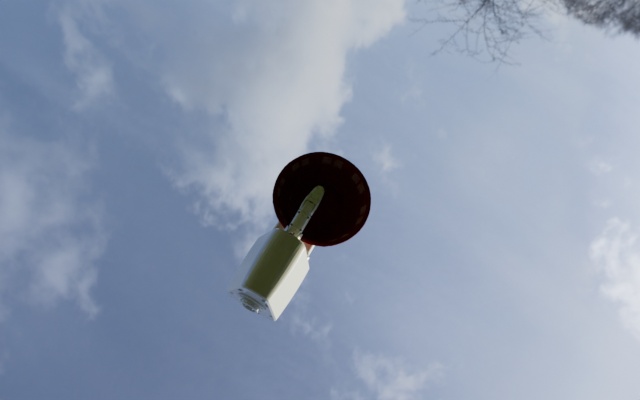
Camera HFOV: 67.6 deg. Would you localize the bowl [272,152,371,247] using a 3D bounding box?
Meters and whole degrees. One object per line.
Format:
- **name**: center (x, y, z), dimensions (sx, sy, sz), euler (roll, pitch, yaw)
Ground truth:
- **bowl**: center (0.001, 0.002, 0.799), dimensions (0.162, 0.162, 0.055), euler (0, -16, -7)
